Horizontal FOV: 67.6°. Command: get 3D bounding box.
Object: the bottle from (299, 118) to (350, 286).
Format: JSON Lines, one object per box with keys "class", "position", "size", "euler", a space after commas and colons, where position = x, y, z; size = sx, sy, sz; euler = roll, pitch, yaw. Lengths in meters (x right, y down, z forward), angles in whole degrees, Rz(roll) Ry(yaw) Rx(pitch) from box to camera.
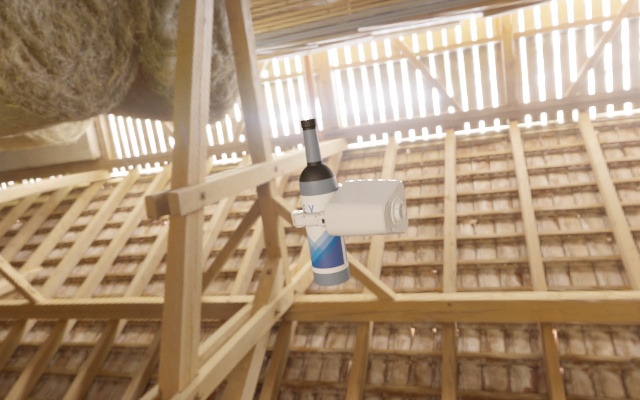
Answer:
{"class": "bottle", "position": [0.000, 0.003, 0.853], "size": [0.069, 0.296, 0.069], "euler": [-8, 11, 2]}
